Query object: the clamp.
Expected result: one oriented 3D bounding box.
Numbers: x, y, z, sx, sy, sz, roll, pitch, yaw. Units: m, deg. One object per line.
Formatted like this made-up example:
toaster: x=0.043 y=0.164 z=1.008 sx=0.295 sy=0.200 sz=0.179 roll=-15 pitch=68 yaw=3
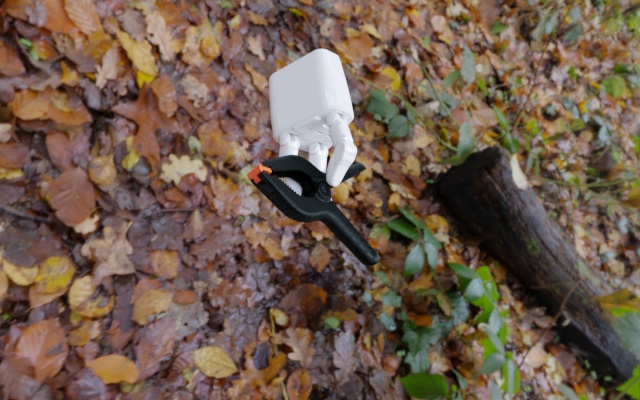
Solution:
clamp: x=0.000 y=0.001 z=0.632 sx=0.210 sy=0.164 sz=0.036 roll=13 pitch=-35 yaw=-41
